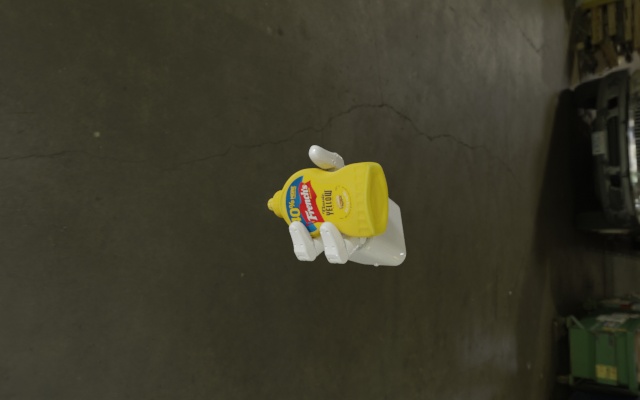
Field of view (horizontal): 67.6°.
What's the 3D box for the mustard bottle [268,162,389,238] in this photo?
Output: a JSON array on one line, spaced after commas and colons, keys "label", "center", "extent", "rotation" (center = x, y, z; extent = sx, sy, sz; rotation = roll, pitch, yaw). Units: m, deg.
[{"label": "mustard bottle", "center": [0.000, 0.002, 0.665], "extent": [0.191, 0.096, 0.058], "rotation": [-3, 4, 40]}]
